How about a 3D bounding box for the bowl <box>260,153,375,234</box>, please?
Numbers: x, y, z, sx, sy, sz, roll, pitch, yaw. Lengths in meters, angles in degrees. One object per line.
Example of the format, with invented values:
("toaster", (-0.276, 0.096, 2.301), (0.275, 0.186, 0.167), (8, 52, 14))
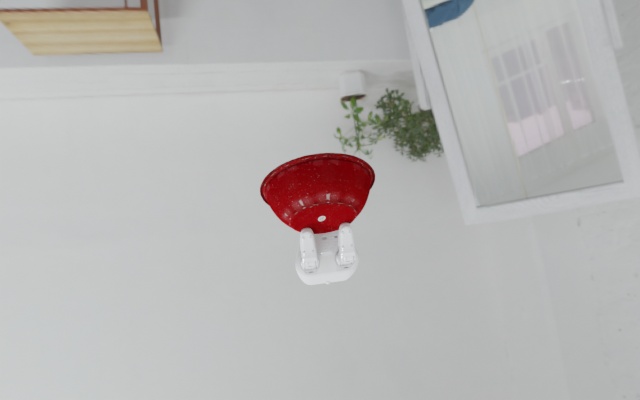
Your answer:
("bowl", (0.000, 0.002, 0.652), (0.162, 0.055, 0.162), (-7, -29, -4))
